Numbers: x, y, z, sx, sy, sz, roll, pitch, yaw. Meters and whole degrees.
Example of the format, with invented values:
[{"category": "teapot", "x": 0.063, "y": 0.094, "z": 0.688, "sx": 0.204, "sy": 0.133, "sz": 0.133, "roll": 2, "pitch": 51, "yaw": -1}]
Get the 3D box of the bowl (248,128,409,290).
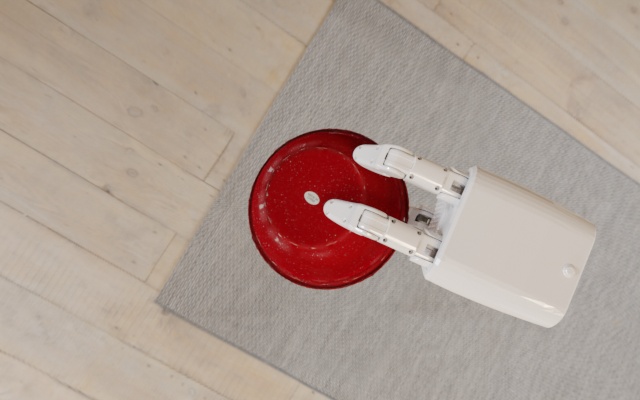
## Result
[{"category": "bowl", "x": -0.001, "y": 0.001, "z": 0.446, "sx": 0.162, "sy": 0.162, "sz": 0.055, "roll": 0, "pitch": -11, "yaw": 12}]
